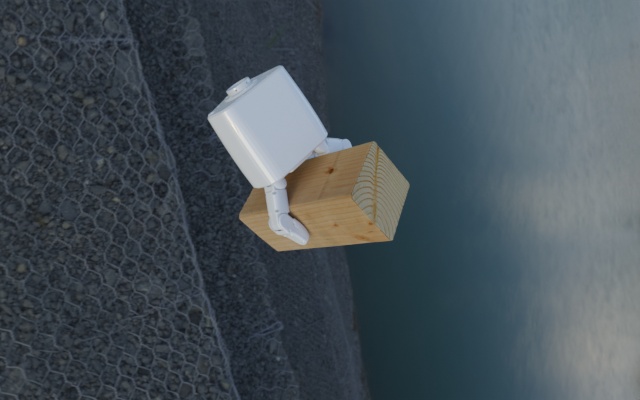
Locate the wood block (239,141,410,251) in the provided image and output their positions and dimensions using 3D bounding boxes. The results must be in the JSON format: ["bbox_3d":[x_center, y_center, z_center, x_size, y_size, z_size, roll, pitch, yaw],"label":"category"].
[{"bbox_3d":[0.000,0.002,0.639,0.206,0.090,0.090,-10,-45,43],"label":"wood block"}]
